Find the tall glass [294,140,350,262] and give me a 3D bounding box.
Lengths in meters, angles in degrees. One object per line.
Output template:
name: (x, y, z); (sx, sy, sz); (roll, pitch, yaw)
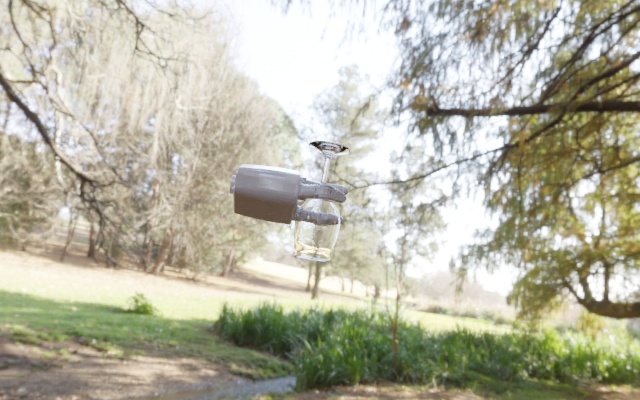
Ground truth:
tall glass: (0.000, 0.002, 0.829); (0.079, 0.201, 0.079); (8, -10, 1)
